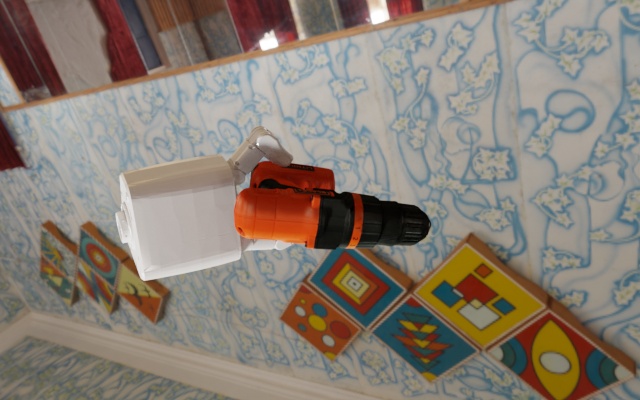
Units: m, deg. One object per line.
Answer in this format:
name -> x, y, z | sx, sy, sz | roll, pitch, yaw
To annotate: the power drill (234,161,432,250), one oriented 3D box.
power drill -> 0.000, 0.002, 0.503 | 0.184, 0.057, 0.187 | 7, 10, -14
